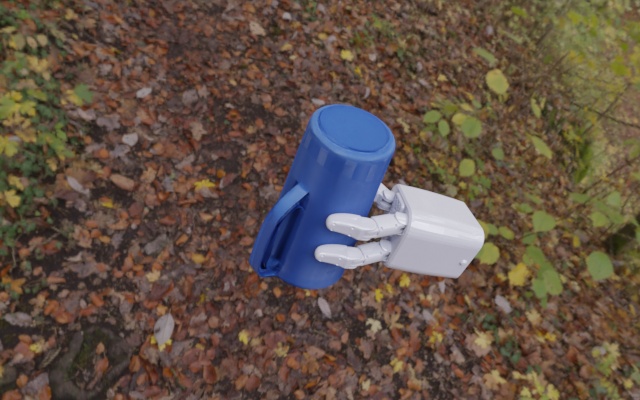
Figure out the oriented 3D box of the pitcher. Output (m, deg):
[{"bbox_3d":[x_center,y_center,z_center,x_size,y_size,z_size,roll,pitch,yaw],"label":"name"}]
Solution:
[{"bbox_3d":[0.000,0.002,0.634,0.145,0.243,0.149,14,42,-8],"label":"pitcher"}]
